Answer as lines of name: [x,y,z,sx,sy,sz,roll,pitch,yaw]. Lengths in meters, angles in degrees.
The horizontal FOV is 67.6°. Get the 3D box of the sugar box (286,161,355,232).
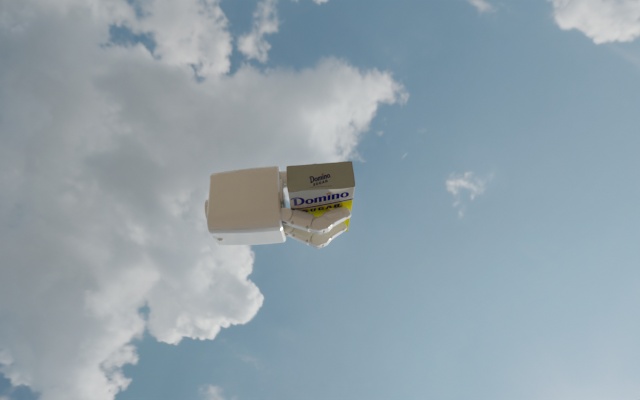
sugar box: [0.000,0.003,0.717,0.093,0.048,0.176,-5,-21,-1]
